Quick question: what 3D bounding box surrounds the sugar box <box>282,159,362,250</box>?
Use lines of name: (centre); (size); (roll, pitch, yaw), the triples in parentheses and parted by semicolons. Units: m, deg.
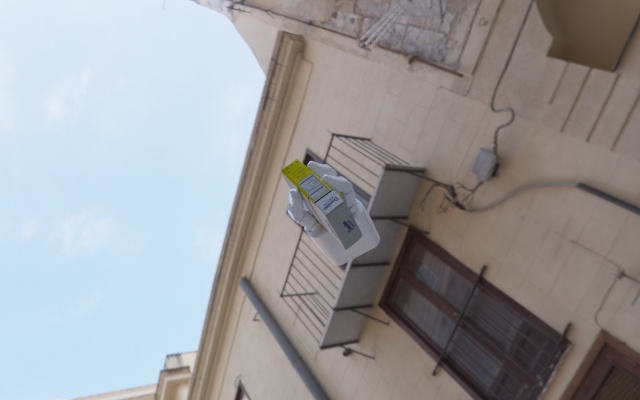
sugar box: (0.001, 0.002, 0.837); (0.048, 0.093, 0.176); (-38, 41, -9)
